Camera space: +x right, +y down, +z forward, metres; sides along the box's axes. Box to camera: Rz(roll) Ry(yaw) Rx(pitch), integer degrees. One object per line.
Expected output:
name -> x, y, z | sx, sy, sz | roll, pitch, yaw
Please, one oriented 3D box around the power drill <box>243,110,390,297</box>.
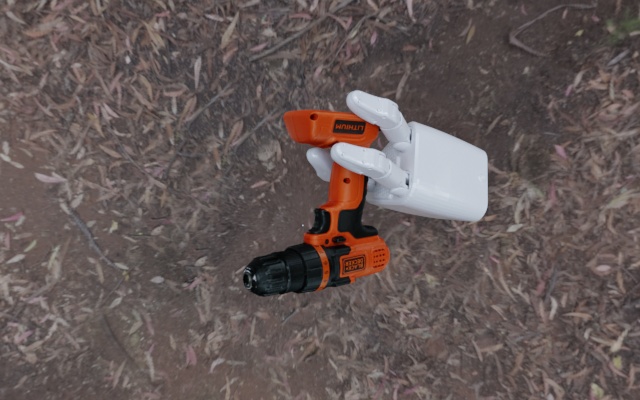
power drill -> 0.000, 0.001, 0.504 | 0.184, 0.188, 0.057 | -5, 10, -41
